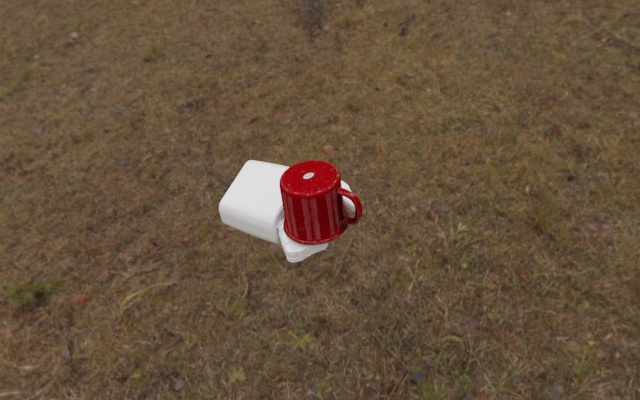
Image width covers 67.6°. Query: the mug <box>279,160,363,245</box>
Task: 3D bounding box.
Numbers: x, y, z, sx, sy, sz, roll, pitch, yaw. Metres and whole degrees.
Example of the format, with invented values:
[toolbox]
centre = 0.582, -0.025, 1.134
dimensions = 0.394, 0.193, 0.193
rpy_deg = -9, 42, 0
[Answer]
[mug]
centre = 0.001, 0.002, 0.640
dimensions = 0.117, 0.082, 0.093
rpy_deg = 13, 43, 24
